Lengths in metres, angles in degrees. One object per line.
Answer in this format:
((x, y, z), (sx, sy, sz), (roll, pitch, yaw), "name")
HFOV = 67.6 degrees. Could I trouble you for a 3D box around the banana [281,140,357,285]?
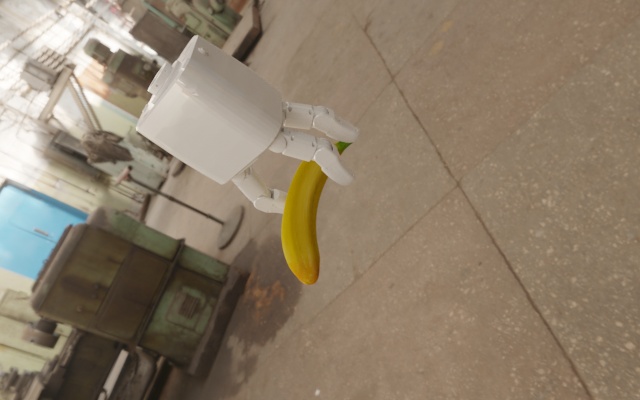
((-0.011, 0.004, 0.522), (0.037, 0.197, 0.069), (35, -37, -28), "banana")
